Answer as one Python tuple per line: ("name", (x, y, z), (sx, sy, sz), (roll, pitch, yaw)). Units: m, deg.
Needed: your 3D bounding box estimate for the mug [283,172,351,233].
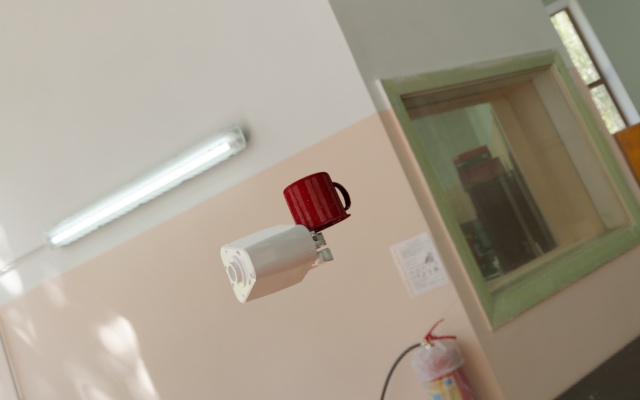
("mug", (0.001, 0.002, 0.774), (0.117, 0.081, 0.093), (-19, -9, -34))
